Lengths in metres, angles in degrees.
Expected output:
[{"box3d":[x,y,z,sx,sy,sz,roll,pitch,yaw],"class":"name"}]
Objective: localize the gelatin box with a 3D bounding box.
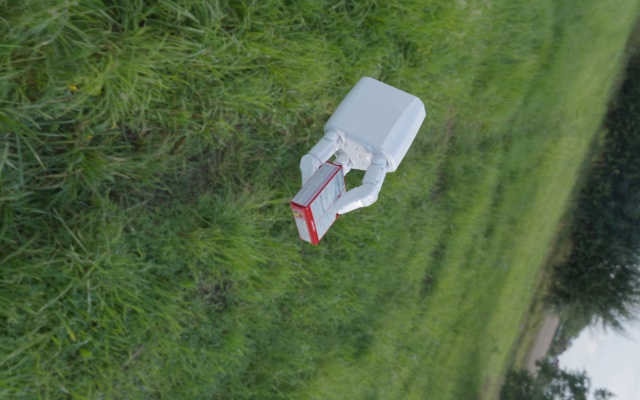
[{"box3d":[0.000,0.002,0.637,0.030,0.073,0.089,19,53,28],"class":"gelatin box"}]
